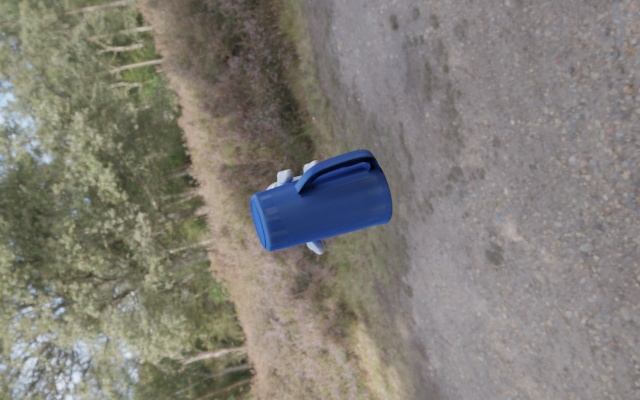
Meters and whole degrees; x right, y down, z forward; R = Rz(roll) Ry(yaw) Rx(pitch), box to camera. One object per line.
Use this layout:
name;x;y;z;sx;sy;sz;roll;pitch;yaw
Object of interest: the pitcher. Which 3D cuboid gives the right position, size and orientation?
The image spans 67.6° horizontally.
pitcher;0.000;0.003;0.876;0.243;0.149;0.145;-16;4;-16
